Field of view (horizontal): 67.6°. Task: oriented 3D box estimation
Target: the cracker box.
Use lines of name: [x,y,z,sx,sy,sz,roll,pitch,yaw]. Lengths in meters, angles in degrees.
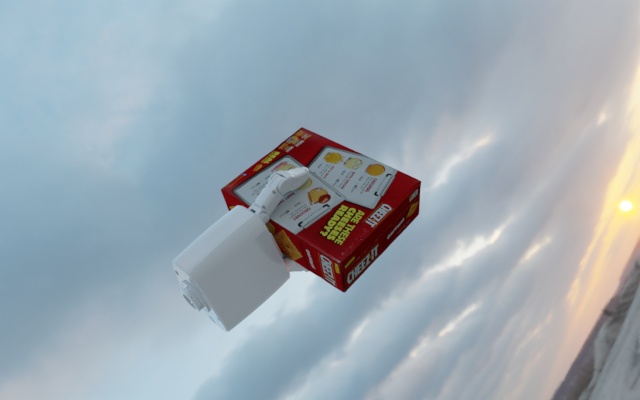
cracker box: [0.000,0.002,0.641,0.213,0.072,0.164,29,57,32]
